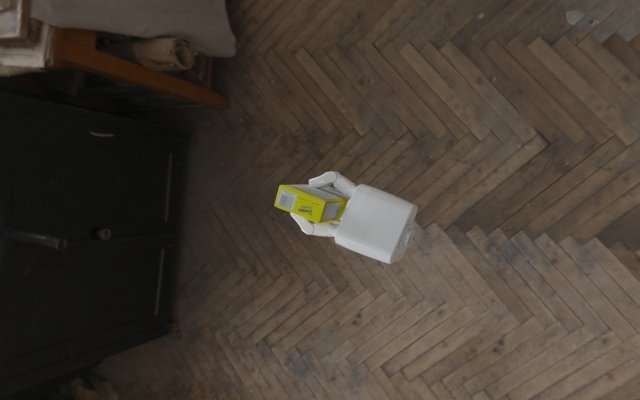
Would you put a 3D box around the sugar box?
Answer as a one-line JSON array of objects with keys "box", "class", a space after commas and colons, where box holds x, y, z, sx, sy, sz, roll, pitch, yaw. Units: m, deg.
[{"box": [0.000, 0.003, 0.875, 0.093, 0.048, 0.176, 22, 8, 23], "class": "sugar box"}]
